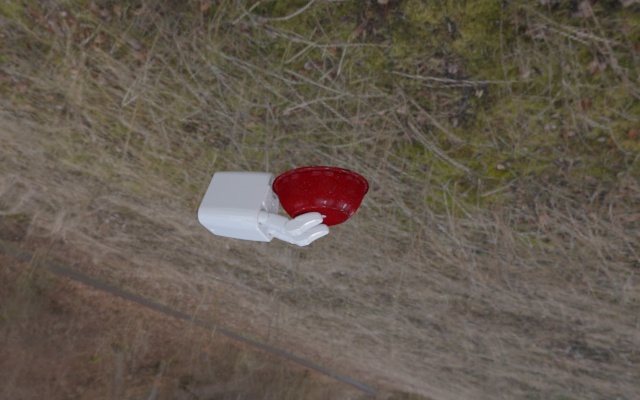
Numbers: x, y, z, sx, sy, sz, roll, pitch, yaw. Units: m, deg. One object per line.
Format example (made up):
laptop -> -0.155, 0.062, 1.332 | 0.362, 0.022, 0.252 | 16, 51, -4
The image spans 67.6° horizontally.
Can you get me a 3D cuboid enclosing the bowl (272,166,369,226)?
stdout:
bowl -> 0.001, 0.003, 0.782 | 0.162, 0.055, 0.162 | 0, -23, 0
